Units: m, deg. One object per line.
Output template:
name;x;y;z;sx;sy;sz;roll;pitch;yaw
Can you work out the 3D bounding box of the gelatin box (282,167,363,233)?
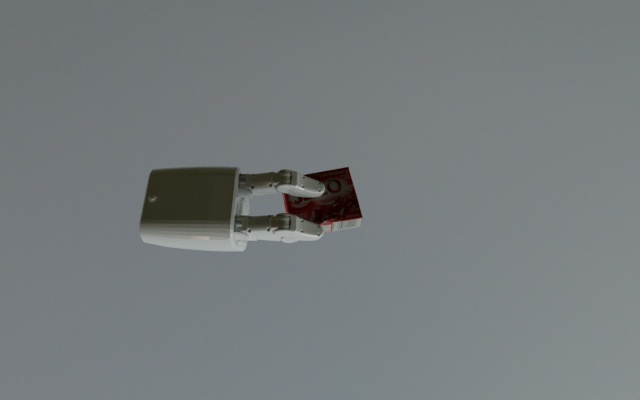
gelatin box;0.000;0.002;0.589;0.089;0.073;0.030;-10;-27;-8
